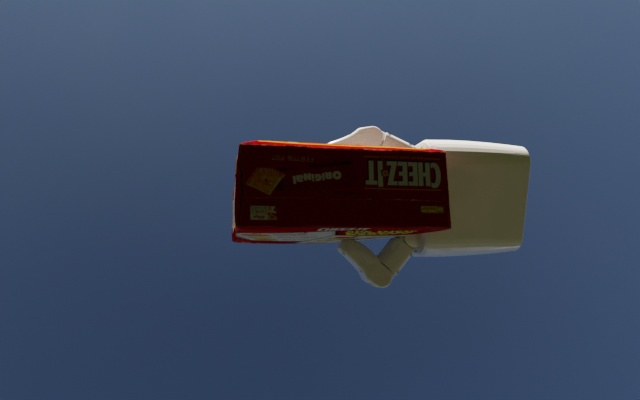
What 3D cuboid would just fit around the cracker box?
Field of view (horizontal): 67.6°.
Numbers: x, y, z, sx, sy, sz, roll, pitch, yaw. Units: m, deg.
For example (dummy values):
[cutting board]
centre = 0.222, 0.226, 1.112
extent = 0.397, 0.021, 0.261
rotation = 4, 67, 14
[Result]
[cracker box]
centre = 0.000, 0.002, 0.453
extent = 0.164, 0.072, 0.214
rotation = 0, -8, -11
